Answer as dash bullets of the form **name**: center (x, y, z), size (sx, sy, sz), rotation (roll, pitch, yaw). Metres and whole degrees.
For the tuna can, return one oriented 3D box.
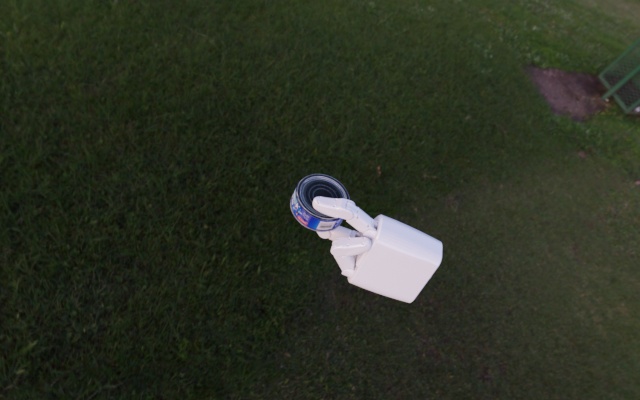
- **tuna can**: center (0.000, 0.002, 0.715), size (0.086, 0.086, 0.034), rotation (0, -35, -21)
